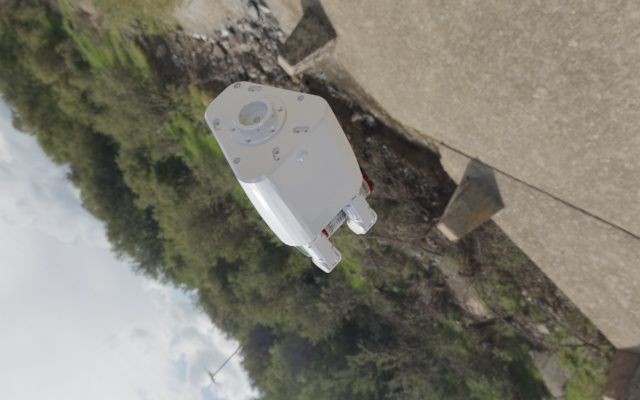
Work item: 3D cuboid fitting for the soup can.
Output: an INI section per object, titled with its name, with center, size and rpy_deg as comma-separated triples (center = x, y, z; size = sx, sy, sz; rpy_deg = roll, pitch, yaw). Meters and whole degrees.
[soup can]
center = 0.000, 0.002, 0.514
size = 0.068, 0.102, 0.068
rpy_deg = 41, -11, 10
